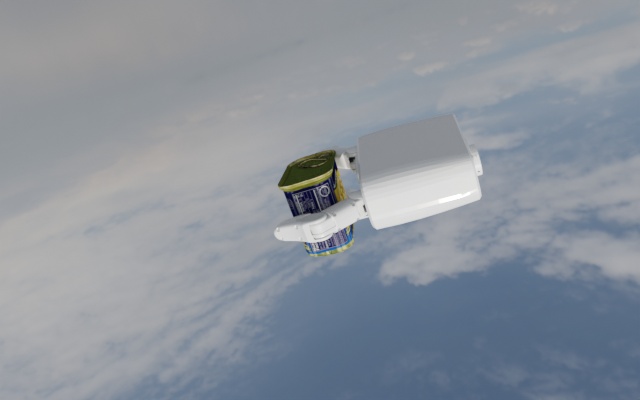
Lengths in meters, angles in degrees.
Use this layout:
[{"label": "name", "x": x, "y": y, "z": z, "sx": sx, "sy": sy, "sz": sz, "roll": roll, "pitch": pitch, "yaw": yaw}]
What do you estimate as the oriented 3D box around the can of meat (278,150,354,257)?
[{"label": "can of meat", "x": 0.000, "y": 0.002, "z": 0.513, "sx": 0.057, "sy": 0.084, "sz": 0.102, "roll": -16, "pitch": 18, "yaw": 10}]
